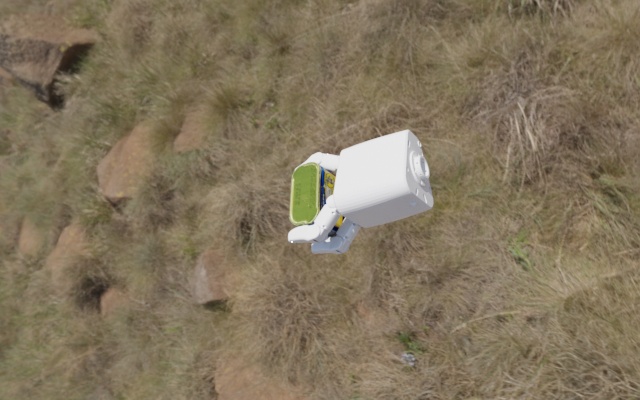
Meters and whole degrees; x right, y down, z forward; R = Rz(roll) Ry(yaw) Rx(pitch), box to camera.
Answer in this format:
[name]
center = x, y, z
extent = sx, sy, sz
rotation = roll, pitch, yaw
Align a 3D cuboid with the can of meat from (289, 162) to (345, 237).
[can of meat]
center = 0.000, 0.002, 0.717
extent = 0.057, 0.102, 0.084
rotation = -14, -27, 32
